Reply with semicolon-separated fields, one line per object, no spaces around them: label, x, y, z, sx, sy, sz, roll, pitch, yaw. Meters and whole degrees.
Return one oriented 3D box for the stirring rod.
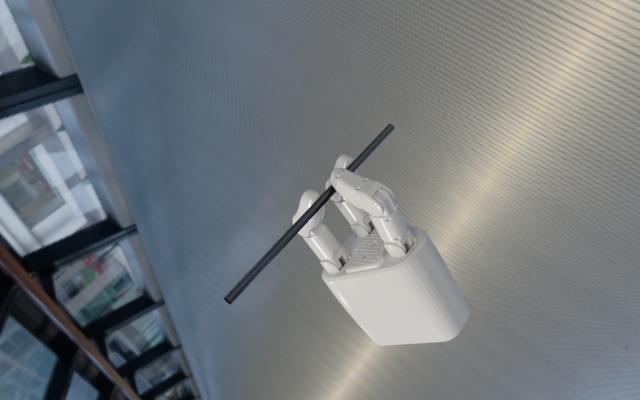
stirring rod;0.000;0.001;0.427;0.011;0.011;0.239;0;39;51
